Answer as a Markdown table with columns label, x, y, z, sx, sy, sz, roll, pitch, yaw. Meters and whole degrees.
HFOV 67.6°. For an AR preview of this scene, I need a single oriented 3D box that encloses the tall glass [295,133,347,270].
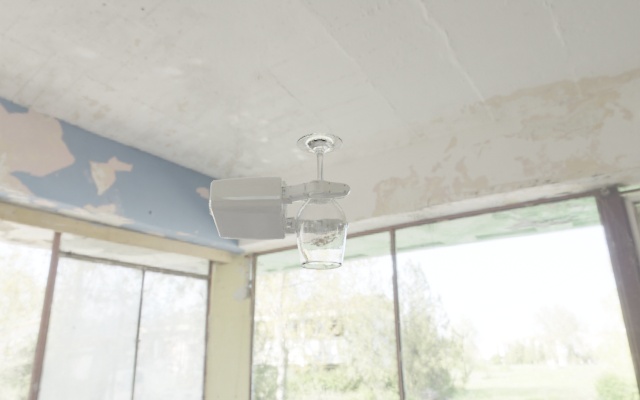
| label | x | y | z | sx | sy | sz | roll | pitch | yaw |
| --- | --- | --- | --- | --- | --- | --- | --- | --- | --- |
| tall glass | 0.000 | 0.002 | 0.735 | 0.079 | 0.201 | 0.079 | -1 | -18 | 0 |
